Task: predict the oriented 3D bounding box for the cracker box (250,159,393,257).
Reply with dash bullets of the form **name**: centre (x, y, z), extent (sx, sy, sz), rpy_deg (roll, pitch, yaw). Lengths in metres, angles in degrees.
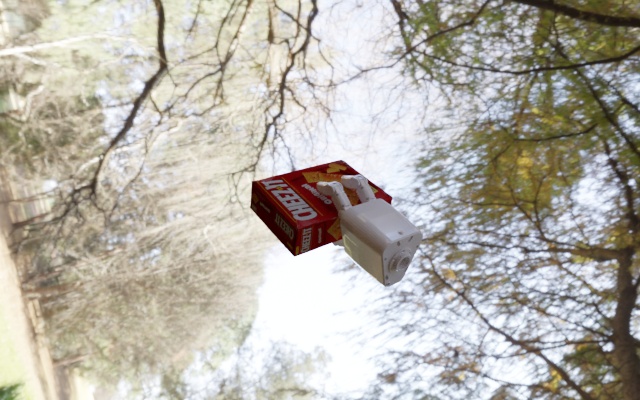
- **cracker box**: centre (0.000, 0.003, 0.896), extent (0.213, 0.072, 0.164), rpy_deg (-16, 40, -32)
